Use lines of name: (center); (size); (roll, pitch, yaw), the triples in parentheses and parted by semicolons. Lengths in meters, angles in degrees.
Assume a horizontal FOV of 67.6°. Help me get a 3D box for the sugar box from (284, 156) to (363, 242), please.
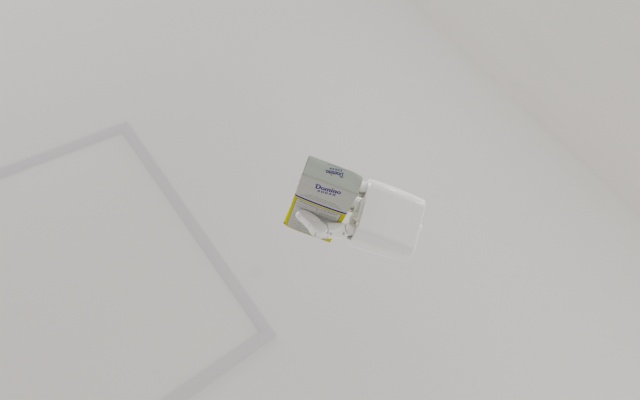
sugar box: (0.000, 0.002, 0.799); (0.093, 0.048, 0.176); (21, -34, -4)
